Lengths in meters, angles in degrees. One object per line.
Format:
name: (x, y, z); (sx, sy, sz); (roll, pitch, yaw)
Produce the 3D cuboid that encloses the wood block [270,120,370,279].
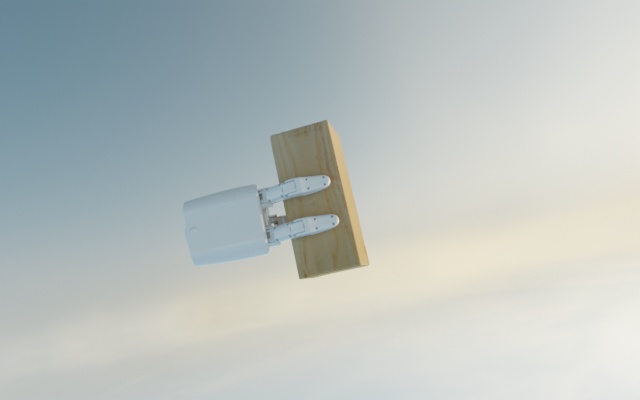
wood block: (0.000, 0.003, 0.693); (0.090, 0.206, 0.091); (-14, -10, 11)
